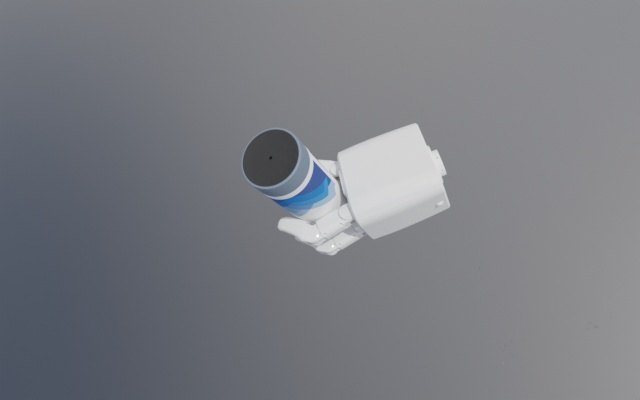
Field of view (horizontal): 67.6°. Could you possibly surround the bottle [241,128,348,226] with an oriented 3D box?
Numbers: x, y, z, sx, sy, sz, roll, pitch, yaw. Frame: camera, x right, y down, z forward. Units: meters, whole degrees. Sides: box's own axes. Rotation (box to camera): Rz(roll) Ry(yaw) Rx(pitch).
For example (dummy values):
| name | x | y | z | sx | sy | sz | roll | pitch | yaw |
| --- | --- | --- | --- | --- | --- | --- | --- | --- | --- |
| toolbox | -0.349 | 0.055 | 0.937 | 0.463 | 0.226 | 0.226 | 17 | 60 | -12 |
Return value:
| name | x | y | z | sx | sy | sz | roll | pitch | yaw |
| --- | --- | --- | --- | --- | --- | --- | --- | --- | --- |
| bottle | 0.000 | 0.002 | 0.606 | 0.069 | 0.069 | 0.296 | 0 | -18 | 21 |
